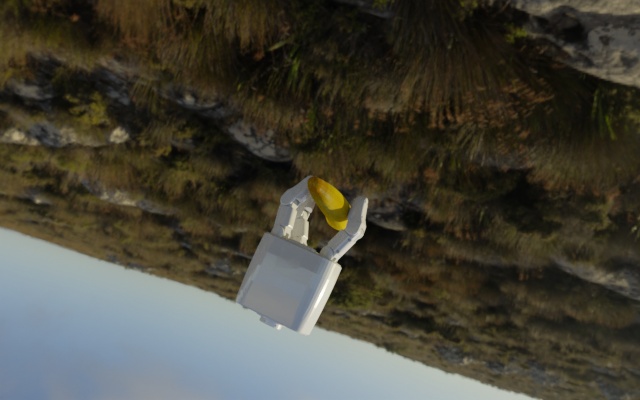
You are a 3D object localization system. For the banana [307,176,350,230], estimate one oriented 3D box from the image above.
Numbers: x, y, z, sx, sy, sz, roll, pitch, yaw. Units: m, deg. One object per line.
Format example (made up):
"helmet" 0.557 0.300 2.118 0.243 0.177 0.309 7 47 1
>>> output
"banana" 0.016 0.012 0.697 0.069 0.037 0.198 31 -8 8
